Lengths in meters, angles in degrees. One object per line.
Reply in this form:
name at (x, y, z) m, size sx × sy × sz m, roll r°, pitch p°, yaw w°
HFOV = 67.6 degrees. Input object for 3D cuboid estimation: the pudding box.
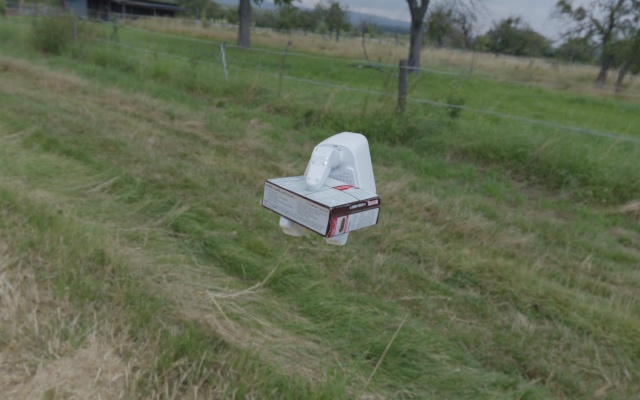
pudding box at (0.000, 0.002, 0.562) m, size 0.113 × 0.039 × 0.090 m, roll 21°, pitch 24°, yaw 40°
